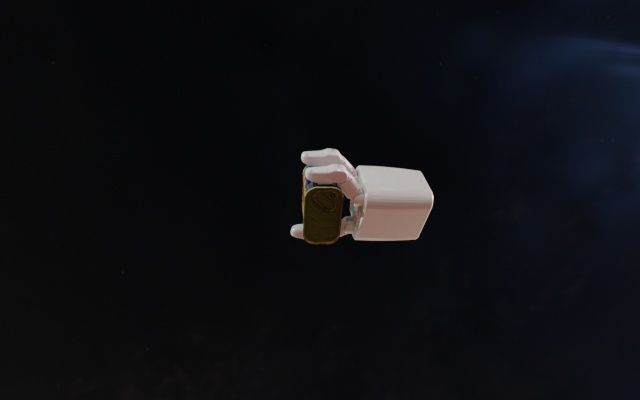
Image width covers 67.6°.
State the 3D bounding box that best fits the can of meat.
[{"bbox_3d":[0.000,0.002,0.740,0.057,0.102,0.084,0,32,-6],"label":"can of meat"}]
